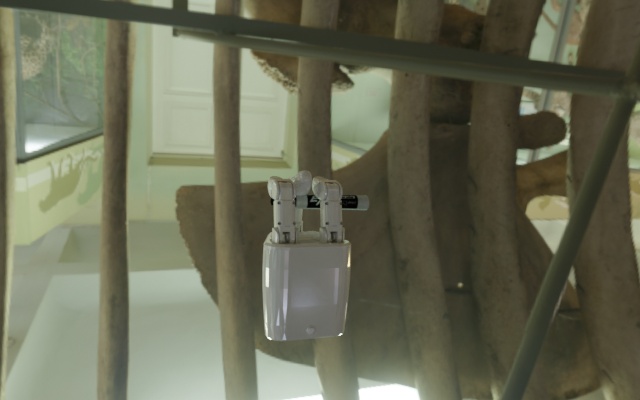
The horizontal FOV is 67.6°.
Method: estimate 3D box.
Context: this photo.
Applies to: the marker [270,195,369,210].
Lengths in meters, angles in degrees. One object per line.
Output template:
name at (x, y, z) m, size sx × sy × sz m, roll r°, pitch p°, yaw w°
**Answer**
marker at (0.000, 0.002, 0.574) m, size 0.121 × 0.020 × 0.020 m, roll 1°, pitch 0°, yaw -19°
